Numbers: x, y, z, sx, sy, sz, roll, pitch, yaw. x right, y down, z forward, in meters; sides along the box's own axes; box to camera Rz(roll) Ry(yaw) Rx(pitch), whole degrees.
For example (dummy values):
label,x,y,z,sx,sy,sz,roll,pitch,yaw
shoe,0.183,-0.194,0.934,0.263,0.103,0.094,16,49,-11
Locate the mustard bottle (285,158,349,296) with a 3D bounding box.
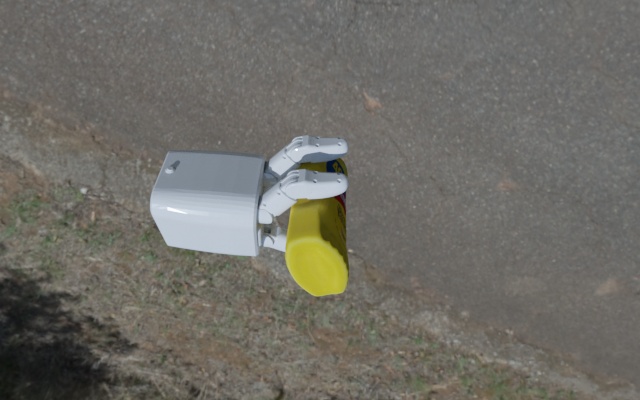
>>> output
label,x,y,z,sx,sy,sz,roll,pitch,yaw
mustard bottle,0.000,0.002,0.528,0.058,0.191,0.096,-12,-47,14
